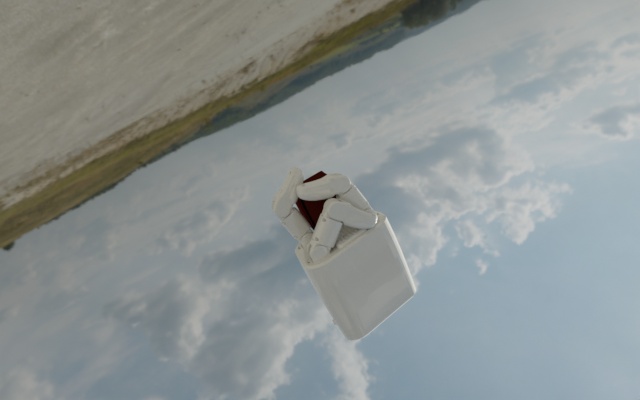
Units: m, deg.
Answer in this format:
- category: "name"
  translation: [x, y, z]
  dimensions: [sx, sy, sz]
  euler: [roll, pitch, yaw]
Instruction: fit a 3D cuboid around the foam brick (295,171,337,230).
- category: "foam brick"
  translation: [0.000, 0.002, 0.589]
  dimensions: [0.053, 0.051, 0.078]
  euler: [-30, 16, -6]
